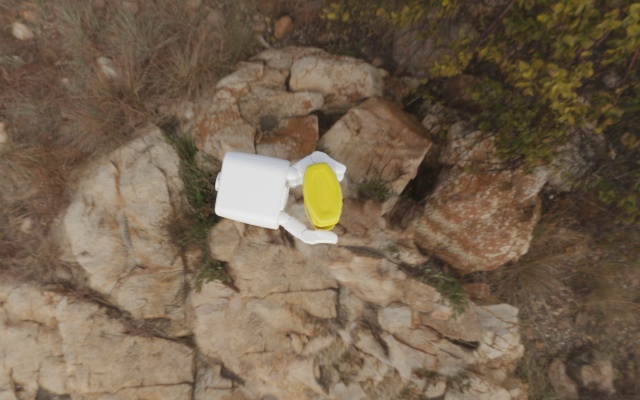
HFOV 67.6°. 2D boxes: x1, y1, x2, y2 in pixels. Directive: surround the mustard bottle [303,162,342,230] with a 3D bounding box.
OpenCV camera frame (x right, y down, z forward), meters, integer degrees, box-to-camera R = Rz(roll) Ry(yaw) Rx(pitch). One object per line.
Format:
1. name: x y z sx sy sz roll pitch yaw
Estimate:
1. mustard bottle: 0.000 0.003 0.808 0.058 0.096 0.192 -13 -8 -4
